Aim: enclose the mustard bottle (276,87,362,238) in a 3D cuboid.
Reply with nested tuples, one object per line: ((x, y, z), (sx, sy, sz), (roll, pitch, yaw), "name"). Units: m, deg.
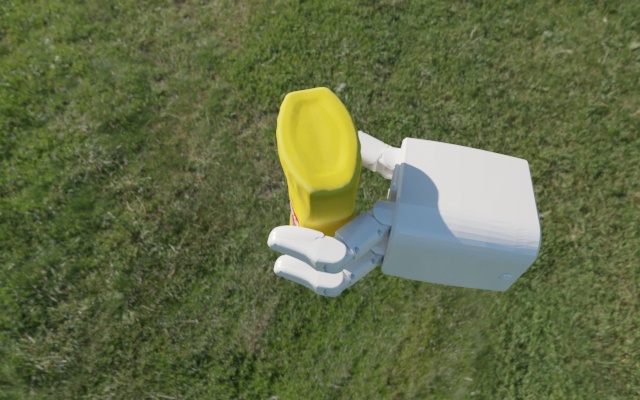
((0.000, 0.001, 0.412), (0.058, 0.096, 0.192), (-12, -29, -6), "mustard bottle")
